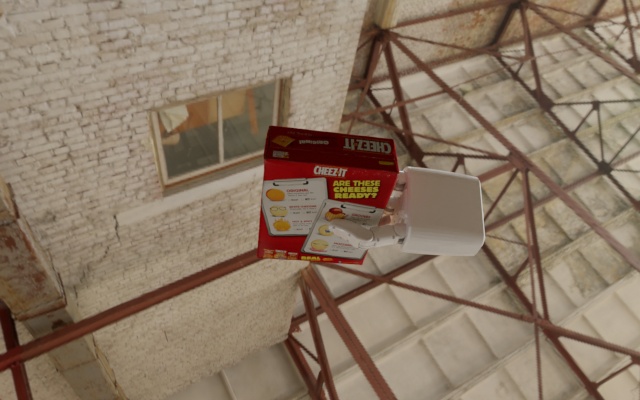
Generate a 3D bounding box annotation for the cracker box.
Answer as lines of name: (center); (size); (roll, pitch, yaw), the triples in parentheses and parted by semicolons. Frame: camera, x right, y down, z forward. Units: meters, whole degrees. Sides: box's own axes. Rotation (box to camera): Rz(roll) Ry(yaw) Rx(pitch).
cracker box: (0.000, 0.002, 0.659); (0.164, 0.072, 0.214); (5, -40, -6)
